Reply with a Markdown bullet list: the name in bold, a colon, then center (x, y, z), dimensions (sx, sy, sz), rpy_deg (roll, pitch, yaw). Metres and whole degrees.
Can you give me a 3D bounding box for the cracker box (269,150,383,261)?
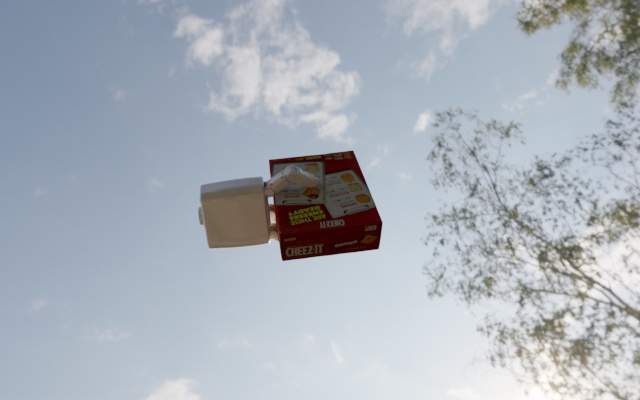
- **cracker box**: center (0.000, 0.002, 0.832), dimensions (0.164, 0.072, 0.213), rpy_deg (-7, 39, -7)
